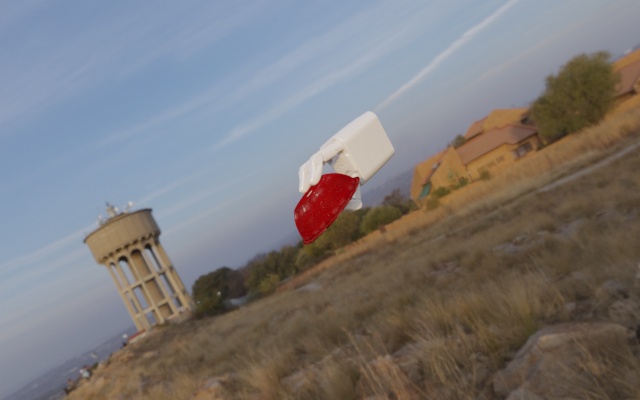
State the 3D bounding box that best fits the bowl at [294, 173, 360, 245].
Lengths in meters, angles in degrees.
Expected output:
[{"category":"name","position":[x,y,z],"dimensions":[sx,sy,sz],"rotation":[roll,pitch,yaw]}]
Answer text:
[{"category":"bowl","position":[-0.001,0.003,0.880],"dimensions":[0.055,0.162,0.162],"rotation":[39,-8,-9]}]
